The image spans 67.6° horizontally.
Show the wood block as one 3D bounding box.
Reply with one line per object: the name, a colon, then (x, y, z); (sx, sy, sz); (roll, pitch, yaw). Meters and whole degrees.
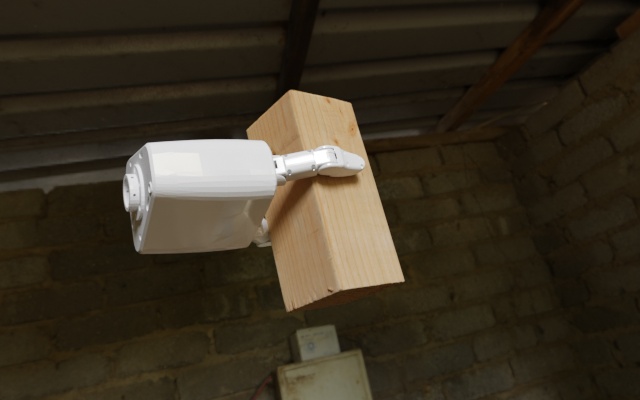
wood block: (0.000, 0.001, 0.502); (0.090, 0.206, 0.091); (2, -24, -42)
